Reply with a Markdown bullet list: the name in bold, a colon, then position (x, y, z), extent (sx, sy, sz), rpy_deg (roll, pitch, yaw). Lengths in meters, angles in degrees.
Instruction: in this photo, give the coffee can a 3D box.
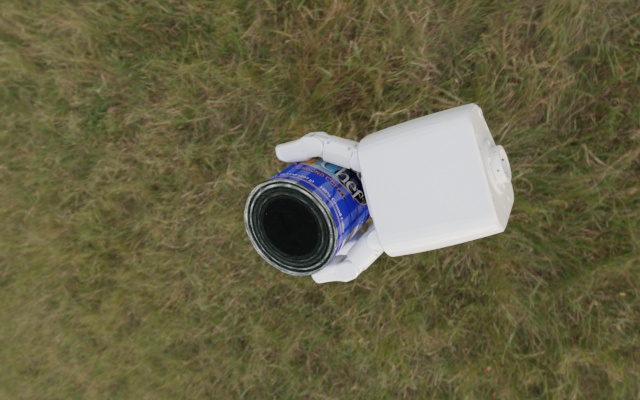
- **coffee can**: position (0.000, 0.002, 0.512), extent (0.103, 0.103, 0.140), rpy_deg (0, 22, 29)
